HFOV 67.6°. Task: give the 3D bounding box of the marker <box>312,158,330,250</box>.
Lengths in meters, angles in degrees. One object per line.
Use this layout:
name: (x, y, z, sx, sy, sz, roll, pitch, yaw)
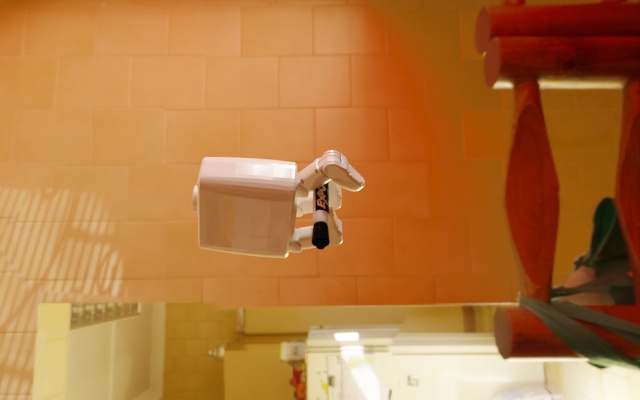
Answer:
marker: (0.000, 0.002, 0.523, 0.020, 0.121, 0.020, 0, -40, 0)
